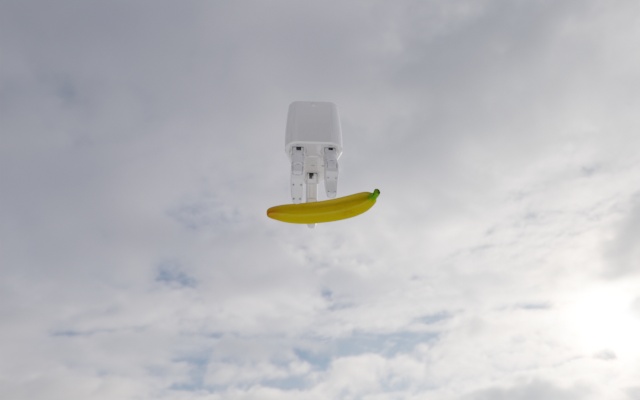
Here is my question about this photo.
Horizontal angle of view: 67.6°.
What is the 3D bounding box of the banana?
[{"bbox_3d":[0.010,0.011,0.797,0.198,0.037,0.070,-12,-33,18],"label":"banana"}]
